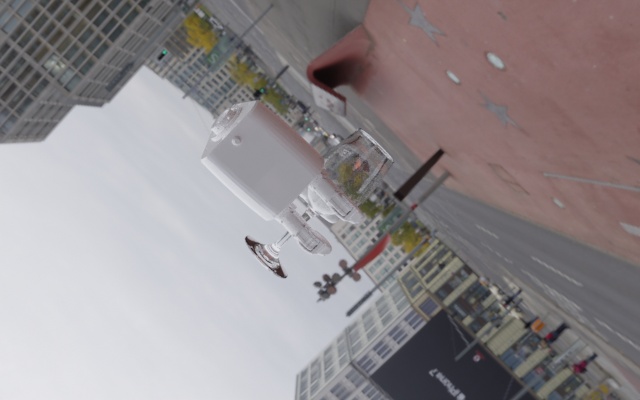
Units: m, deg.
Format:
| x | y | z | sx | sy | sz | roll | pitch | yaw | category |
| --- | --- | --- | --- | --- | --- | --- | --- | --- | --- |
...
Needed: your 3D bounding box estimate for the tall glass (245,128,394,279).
| x | y | z | sx | sy | sz | roll | pitch | yaw | category |
| --- | --- | --- | --- | --- | --- | --- | --- | --- | --- |
| 0.000 | 0.003 | 0.598 | 0.079 | 0.201 | 0.079 | 44 | 6 | -6 | tall glass |
